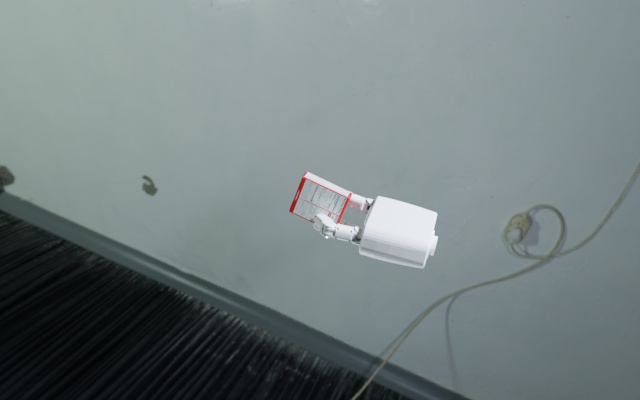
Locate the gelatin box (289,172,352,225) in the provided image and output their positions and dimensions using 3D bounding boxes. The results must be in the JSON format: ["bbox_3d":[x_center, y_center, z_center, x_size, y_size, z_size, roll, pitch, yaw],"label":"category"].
[{"bbox_3d":[0.000,0.003,0.819,0.089,0.073,0.030,25,27,4],"label":"gelatin box"}]
